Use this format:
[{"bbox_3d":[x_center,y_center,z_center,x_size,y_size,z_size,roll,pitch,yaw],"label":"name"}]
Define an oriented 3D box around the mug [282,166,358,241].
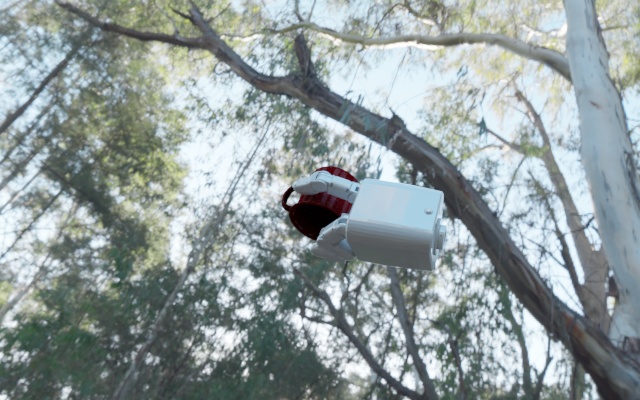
[{"bbox_3d":[-0.001,0.002,0.708,0.117,0.081,0.093,10,-39,19],"label":"mug"}]
